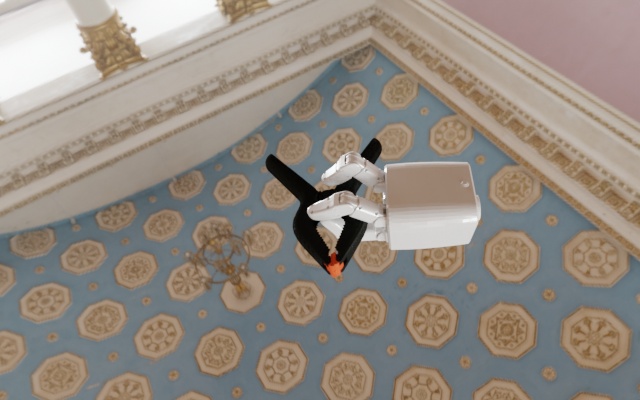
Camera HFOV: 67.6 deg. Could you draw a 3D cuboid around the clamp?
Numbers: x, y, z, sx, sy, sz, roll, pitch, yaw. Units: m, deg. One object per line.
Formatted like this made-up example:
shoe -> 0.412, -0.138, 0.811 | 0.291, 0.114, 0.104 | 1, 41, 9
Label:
clamp -> 0.000, 0.003, 0.621 | 0.164, 0.209, 0.036 | -4, -39, 9
